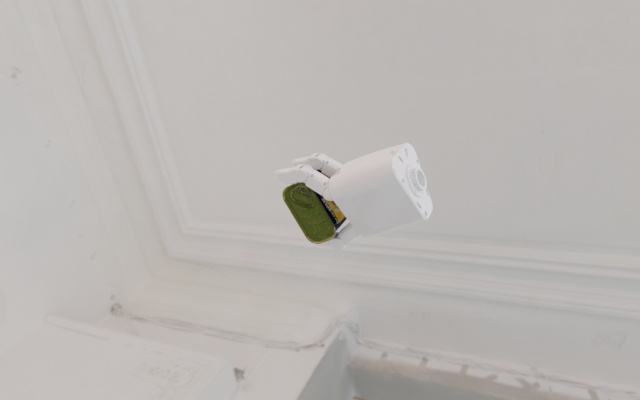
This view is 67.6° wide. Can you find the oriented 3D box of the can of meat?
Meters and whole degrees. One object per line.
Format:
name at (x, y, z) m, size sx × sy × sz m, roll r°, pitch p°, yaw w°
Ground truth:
can of meat at (0.000, 0.002, 0.750) m, size 0.057 × 0.102 × 0.084 m, roll -23°, pitch 13°, yaw 36°
